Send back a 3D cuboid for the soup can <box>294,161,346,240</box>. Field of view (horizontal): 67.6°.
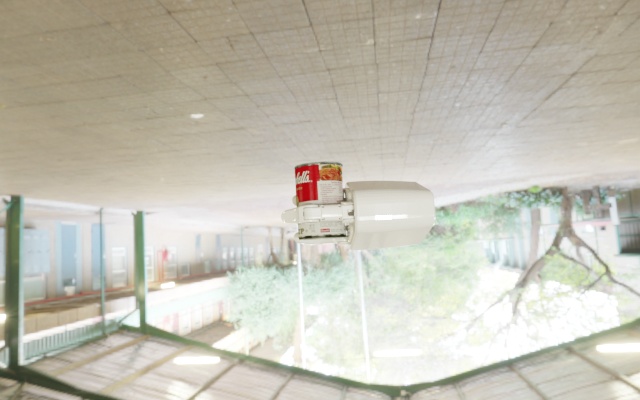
[{"bbox_3d":[0.000,0.002,0.662,0.068,0.102,0.068,-3,-6,0],"label":"soup can"}]
